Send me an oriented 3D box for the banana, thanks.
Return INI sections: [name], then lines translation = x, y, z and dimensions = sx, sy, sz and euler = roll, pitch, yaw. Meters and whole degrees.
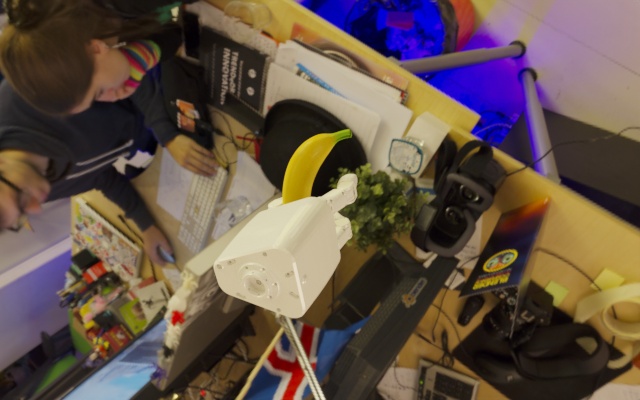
[banana]
translation = -0.017, -0.006, 0.624
dimensions = 0.069, 0.198, 0.037
euler = 17, 29, 4
